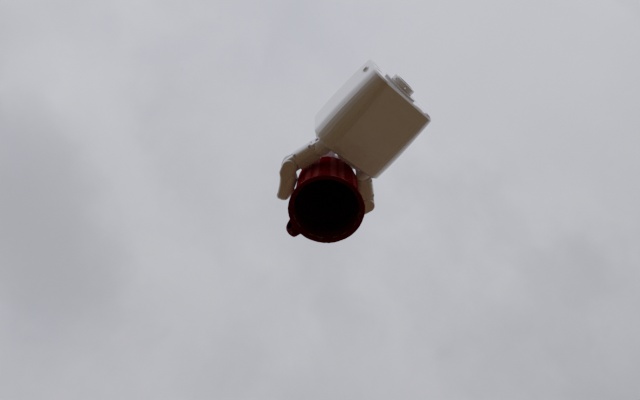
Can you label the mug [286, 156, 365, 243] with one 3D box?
[{"bbox_3d":[-0.001,0.003,0.614,0.093,0.117,0.081,40,21,-16],"label":"mug"}]
